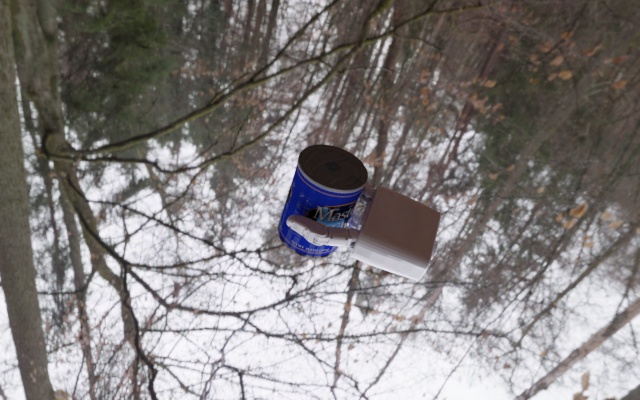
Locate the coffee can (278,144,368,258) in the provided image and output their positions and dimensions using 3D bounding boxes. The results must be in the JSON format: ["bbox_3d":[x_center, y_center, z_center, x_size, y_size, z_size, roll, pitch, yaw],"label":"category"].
[{"bbox_3d":[0.000,0.002,0.715,0.103,0.140,0.102,12,39,-10],"label":"coffee can"}]
